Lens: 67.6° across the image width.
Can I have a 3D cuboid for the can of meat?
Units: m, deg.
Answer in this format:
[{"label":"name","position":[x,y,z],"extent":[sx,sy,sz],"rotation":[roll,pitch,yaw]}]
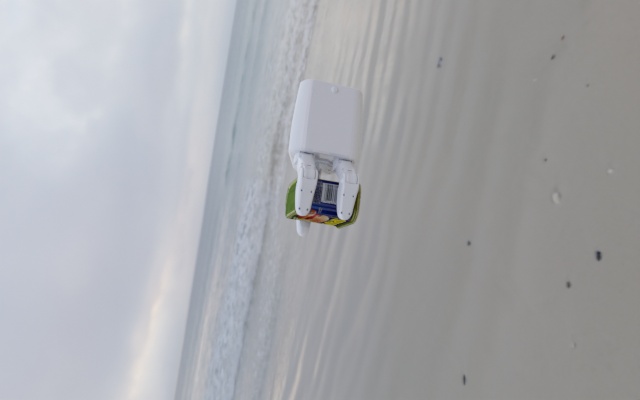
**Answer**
[{"label":"can of meat","position":[0.000,0.002,0.666],"extent":[0.084,0.057,0.102],"rotation":[10,-11,-13]}]
